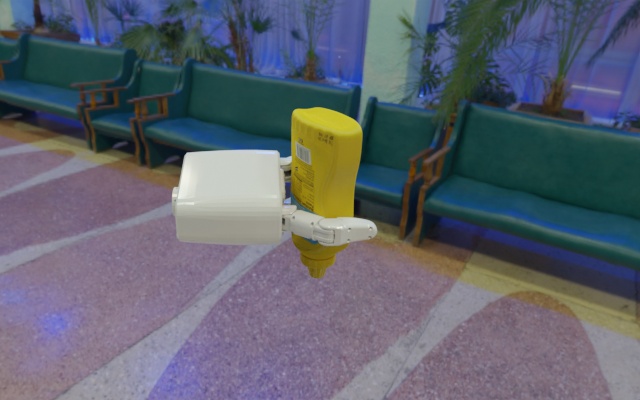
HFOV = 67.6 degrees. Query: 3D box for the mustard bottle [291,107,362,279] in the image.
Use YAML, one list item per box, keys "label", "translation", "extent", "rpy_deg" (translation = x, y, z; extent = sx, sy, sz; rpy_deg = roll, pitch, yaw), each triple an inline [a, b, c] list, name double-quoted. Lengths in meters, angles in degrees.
- label: "mustard bottle"
  translation: [0.000, 0.001, 0.525]
  extent: [0.058, 0.192, 0.096]
  rpy_deg: [-11, 29, -29]
